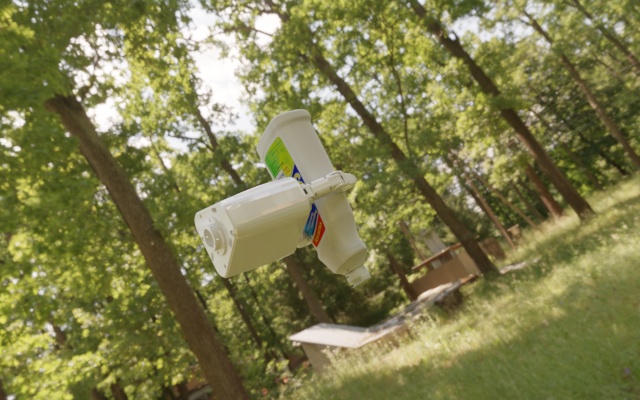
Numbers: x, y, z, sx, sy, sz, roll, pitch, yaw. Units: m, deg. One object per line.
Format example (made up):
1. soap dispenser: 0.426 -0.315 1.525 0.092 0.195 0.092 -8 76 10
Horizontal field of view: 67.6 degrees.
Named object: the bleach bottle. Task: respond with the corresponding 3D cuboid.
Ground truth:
1. bleach bottle: 0.000 0.002 0.672 0.068 0.250 0.103 -20 -16 -35
